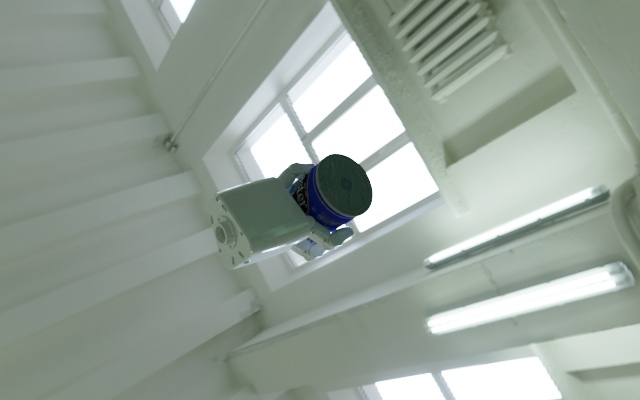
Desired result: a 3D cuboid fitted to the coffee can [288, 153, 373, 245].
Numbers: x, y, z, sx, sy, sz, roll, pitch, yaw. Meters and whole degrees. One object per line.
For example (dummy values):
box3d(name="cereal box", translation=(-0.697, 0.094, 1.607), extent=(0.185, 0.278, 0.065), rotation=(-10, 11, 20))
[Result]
box3d(name="coffee can", translation=(0.000, 0.002, 0.756), extent=(0.103, 0.102, 0.140), rotation=(0, -23, -37))
